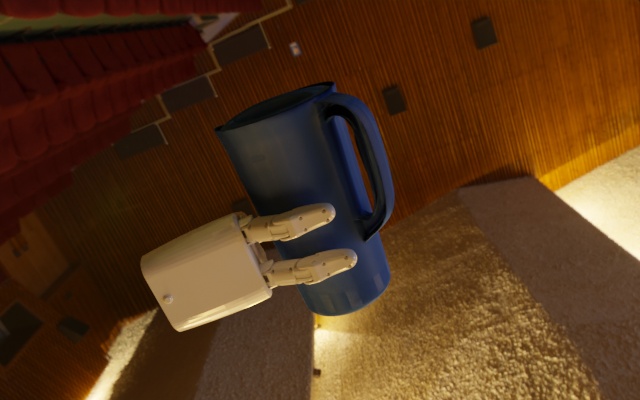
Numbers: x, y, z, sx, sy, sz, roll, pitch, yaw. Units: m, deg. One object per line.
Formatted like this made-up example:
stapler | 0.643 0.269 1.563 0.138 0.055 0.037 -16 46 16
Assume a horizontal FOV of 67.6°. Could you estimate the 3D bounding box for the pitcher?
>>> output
pitcher | 0.000 0.002 0.520 0.145 0.243 0.149 -23 19 -3
